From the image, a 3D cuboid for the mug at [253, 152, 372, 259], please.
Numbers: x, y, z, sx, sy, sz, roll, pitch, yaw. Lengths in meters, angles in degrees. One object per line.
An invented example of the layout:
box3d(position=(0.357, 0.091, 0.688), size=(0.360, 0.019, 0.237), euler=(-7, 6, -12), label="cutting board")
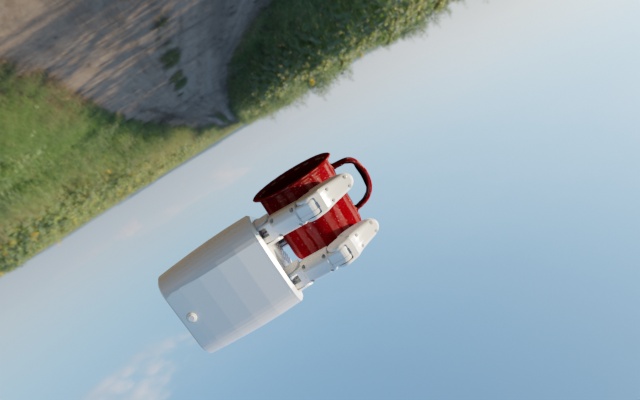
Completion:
box3d(position=(0.001, 0.001, 0.501), size=(0.117, 0.081, 0.093), euler=(-32, 13, 0), label="mug")
